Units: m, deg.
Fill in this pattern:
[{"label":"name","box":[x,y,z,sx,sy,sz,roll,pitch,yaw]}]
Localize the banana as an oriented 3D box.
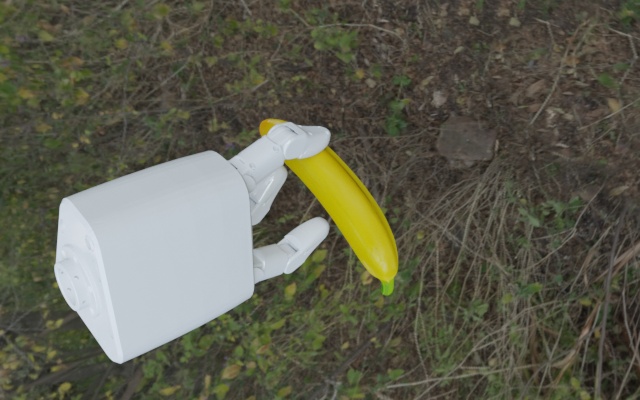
[{"label":"banana","box":[0.010,-0.004,0.412,0.037,0.198,0.070,-30,-10,-34]}]
